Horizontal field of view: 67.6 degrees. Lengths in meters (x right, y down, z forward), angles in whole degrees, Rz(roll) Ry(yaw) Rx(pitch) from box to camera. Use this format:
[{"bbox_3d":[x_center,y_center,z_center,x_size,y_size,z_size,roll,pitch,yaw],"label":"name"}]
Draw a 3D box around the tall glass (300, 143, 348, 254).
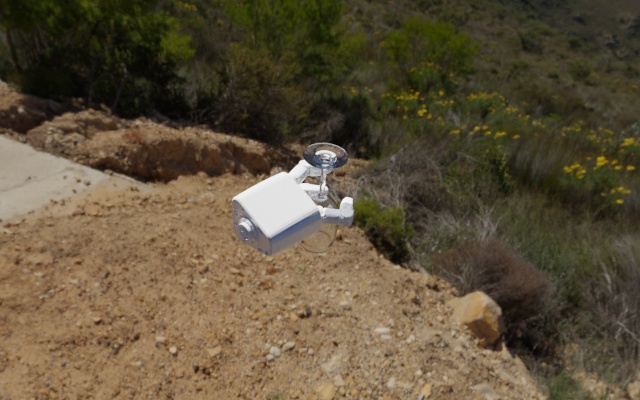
[{"bbox_3d":[0.000,0.002,0.843,0.079,0.201,0.079,3,40,-3],"label":"tall glass"}]
